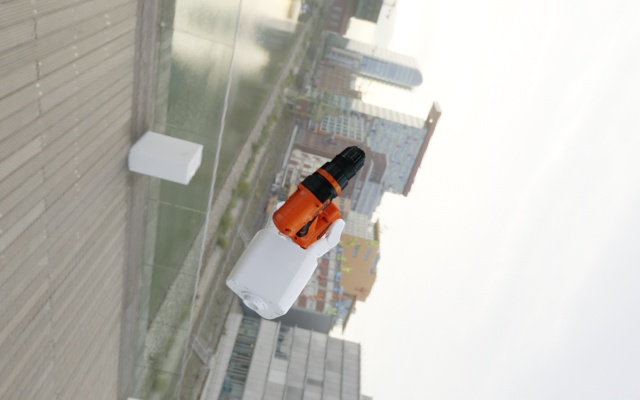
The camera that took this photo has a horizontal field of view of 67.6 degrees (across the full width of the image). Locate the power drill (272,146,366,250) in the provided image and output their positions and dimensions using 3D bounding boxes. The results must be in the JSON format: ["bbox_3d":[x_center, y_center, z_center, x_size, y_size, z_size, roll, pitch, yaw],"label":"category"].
[{"bbox_3d":[0.000,0.003,0.805,0.184,0.057,0.188,-42,-15,-13],"label":"power drill"}]
